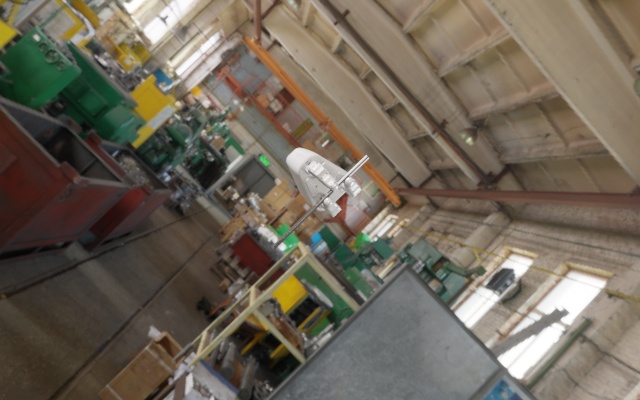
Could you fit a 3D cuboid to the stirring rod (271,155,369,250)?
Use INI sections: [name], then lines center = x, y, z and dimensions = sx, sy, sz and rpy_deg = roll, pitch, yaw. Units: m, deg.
[stirring rod]
center = 0.000, 0.003, 0.873
dimensions = 0.239, 0.011, 0.011
rpy_deg = -44, 3, -3
